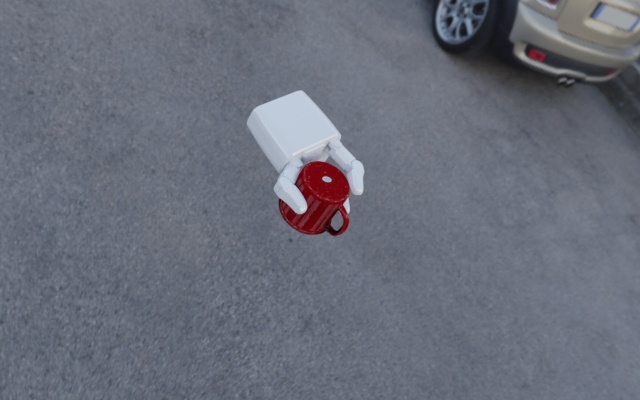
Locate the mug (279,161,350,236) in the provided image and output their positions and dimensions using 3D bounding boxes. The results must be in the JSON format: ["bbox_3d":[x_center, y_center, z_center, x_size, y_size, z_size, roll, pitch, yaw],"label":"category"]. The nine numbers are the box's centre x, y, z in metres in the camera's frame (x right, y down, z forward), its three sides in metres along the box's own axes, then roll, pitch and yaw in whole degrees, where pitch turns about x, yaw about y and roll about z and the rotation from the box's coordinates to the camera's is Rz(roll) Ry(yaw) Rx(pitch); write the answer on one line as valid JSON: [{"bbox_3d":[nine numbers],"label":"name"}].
[{"bbox_3d":[0.001,0.003,0.732,0.093,0.117,0.081,-24,-21,-42],"label":"mug"}]
